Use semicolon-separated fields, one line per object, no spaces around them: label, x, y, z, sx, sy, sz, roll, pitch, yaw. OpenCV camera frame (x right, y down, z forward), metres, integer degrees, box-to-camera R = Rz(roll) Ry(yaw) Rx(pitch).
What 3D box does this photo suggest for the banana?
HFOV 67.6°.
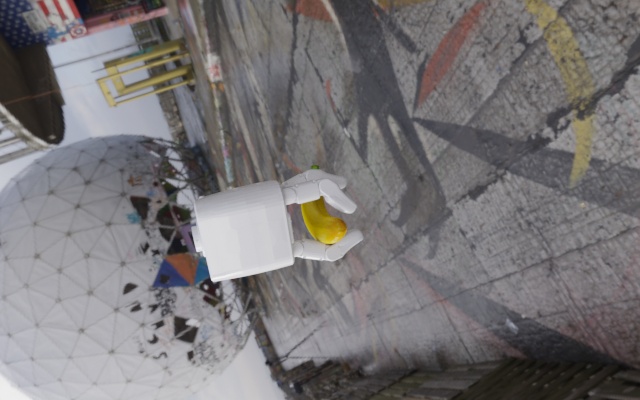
banana;-0.001;0.017;0.669;0.037;0.070;0.197;-4;27;-12
